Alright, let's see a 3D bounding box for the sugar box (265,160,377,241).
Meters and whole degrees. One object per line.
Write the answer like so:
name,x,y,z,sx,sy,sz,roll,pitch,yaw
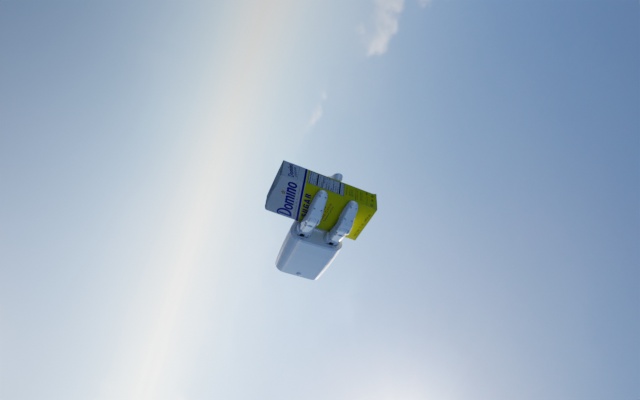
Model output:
sugar box,0.000,0.003,0.825,0.176,0.048,0.093,17,-47,-13
